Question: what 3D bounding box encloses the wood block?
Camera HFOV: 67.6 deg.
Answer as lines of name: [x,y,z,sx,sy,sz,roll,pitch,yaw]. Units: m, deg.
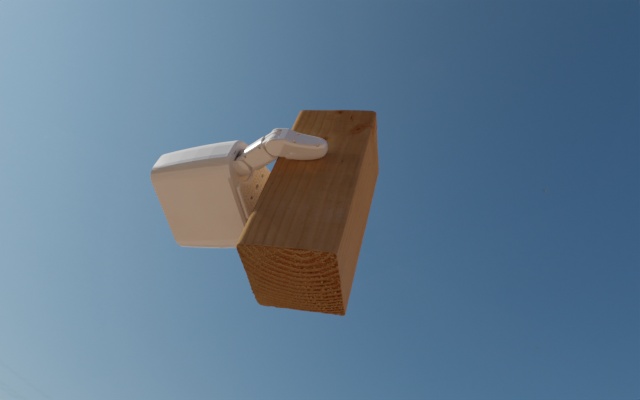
wood block: [0.000,0.001,0.489,0.090,0.091,0.206,4,44,15]
